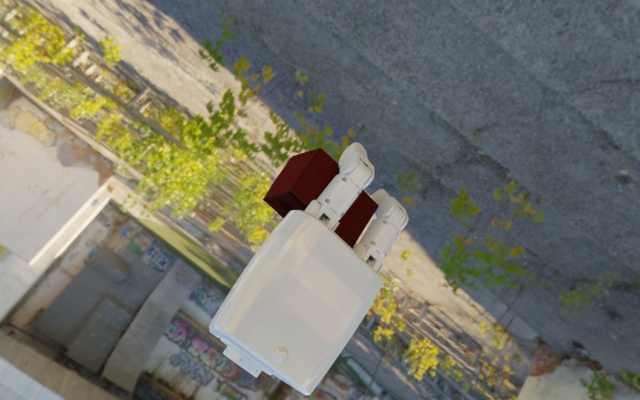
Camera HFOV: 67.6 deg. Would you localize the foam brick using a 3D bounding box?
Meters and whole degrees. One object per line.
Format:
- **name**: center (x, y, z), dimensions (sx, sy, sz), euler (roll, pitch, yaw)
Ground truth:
- **foam brick**: center (0.000, 0.001, 0.415), dimensions (0.078, 0.051, 0.053), euler (44, -24, -19)
